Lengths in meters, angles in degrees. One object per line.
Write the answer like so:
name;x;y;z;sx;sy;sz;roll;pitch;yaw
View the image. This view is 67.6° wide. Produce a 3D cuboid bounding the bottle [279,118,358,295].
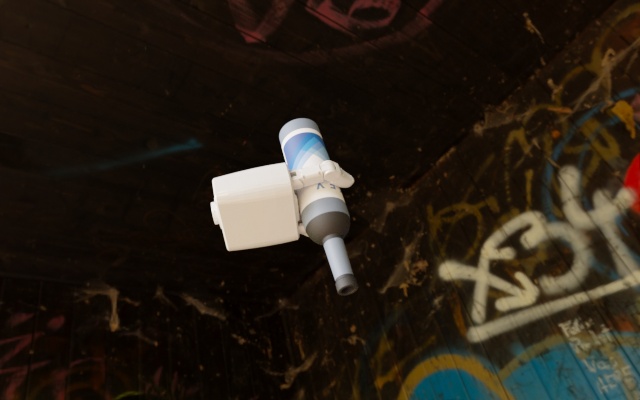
bottle;0.000;0.002;0.696;0.069;0.295;0.069;-11;-37;-9
